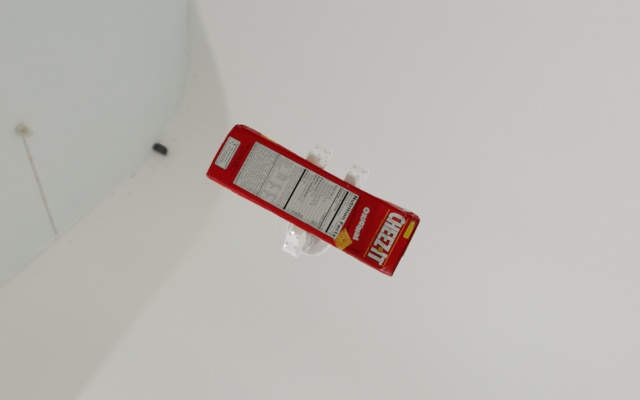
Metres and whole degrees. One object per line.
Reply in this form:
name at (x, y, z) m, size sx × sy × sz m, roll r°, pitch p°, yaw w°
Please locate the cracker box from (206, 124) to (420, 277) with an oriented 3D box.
cracker box at (0.000, 0.002, 0.544) m, size 0.213 × 0.072 × 0.164 m, roll 28°, pitch -1°, yaw 9°
